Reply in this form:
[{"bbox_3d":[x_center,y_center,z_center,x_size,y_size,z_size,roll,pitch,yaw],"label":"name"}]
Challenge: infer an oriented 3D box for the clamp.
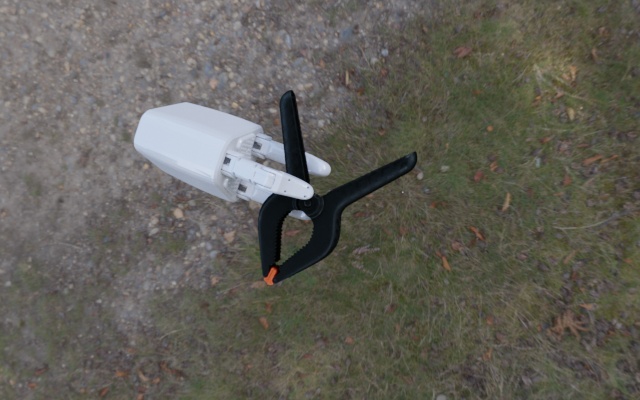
[{"bbox_3d":[0.000,0.002,0.526,0.164,0.210,0.036,21,5,10],"label":"clamp"}]
